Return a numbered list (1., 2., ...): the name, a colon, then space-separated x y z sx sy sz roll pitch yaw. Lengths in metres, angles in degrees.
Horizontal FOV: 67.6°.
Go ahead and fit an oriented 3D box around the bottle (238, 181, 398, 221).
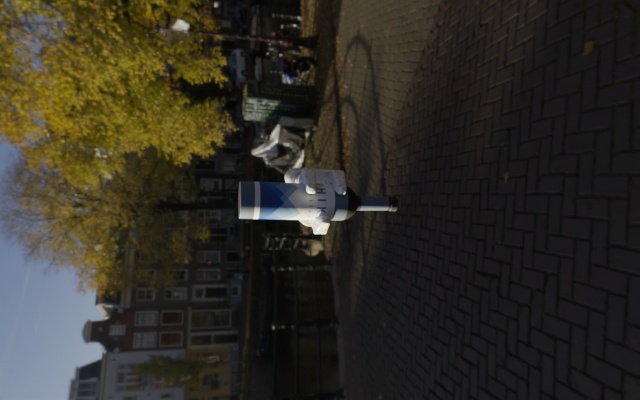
1. bottle: 0.000 0.003 0.875 0.296 0.069 0.069 2 0 -13
